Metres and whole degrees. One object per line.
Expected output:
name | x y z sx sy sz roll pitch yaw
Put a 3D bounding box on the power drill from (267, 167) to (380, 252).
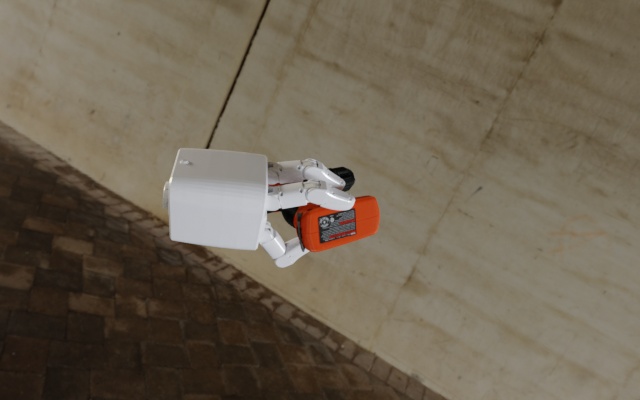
power drill | 0.000 0.002 0.655 0.184 0.057 0.187 -16 21 -23
